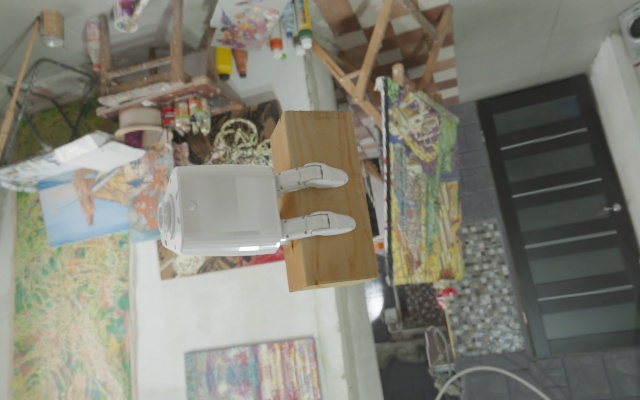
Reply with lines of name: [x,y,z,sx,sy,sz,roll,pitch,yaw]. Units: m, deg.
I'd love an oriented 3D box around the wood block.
wood block: [0.000,0.002,0.591,0.090,0.206,0.091,-4,-14,-18]
